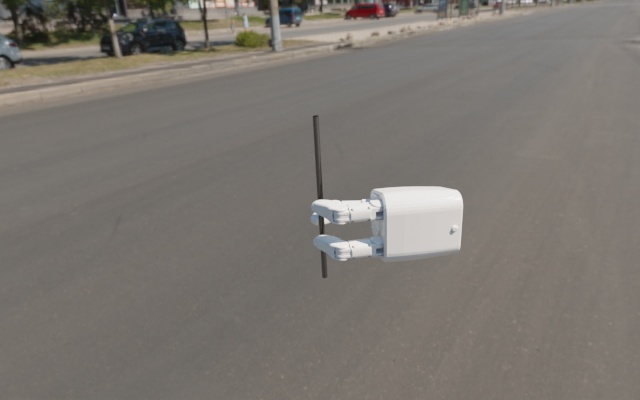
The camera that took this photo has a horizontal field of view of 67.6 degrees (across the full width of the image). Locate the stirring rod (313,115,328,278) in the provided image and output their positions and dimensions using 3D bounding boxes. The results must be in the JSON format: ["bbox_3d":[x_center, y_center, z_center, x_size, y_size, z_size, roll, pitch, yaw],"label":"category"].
[{"bbox_3d":[0.000,0.002,0.662,0.011,0.240,0.011,-3,23,1],"label":"stirring rod"}]
